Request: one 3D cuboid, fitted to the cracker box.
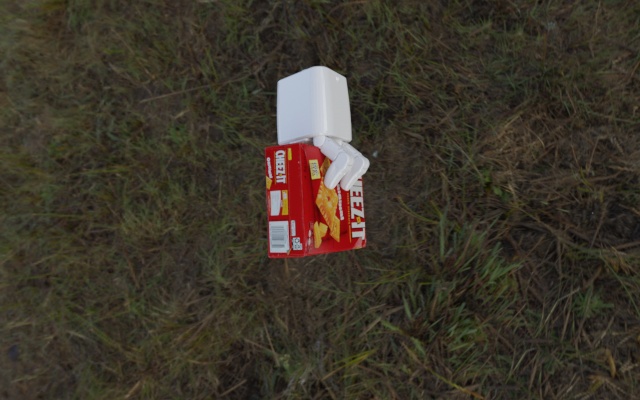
[{"bbox_3d":[0.000,0.003,0.769,0.072,0.164,0.214,-4,-3,30],"label":"cracker box"}]
